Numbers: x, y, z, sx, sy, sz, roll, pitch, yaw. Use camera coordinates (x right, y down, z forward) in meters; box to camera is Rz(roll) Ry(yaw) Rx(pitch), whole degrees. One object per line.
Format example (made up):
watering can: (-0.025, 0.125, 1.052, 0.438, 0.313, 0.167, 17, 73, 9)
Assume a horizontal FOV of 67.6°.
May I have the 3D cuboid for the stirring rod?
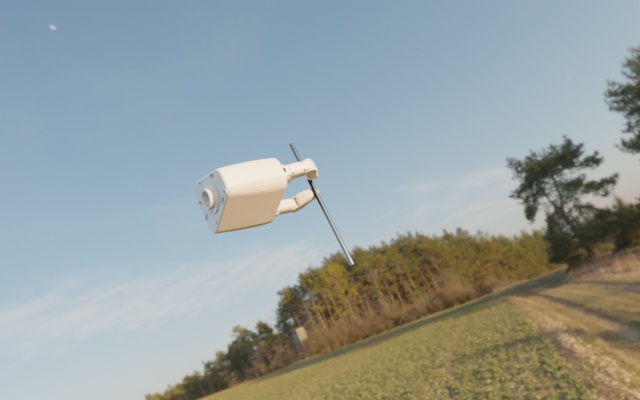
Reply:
stirring rod: (0.000, 0.003, 0.812, 0.011, 0.239, 0.011, -24, -17, -8)
